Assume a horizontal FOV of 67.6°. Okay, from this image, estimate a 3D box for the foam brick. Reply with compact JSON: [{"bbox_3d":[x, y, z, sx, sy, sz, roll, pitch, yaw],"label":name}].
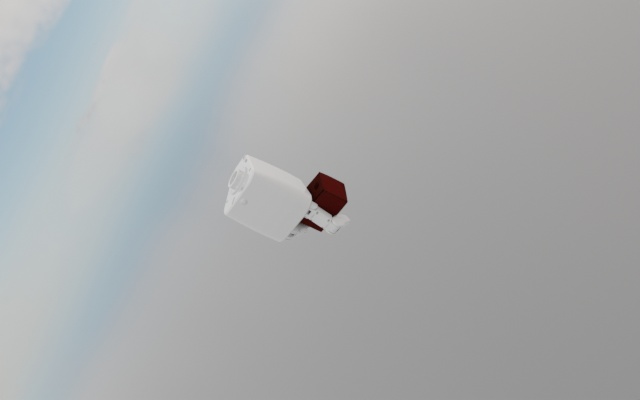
[{"bbox_3d":[0.000,0.002,0.791,0.051,0.078,0.053,27,29,-25],"label":"foam brick"}]
